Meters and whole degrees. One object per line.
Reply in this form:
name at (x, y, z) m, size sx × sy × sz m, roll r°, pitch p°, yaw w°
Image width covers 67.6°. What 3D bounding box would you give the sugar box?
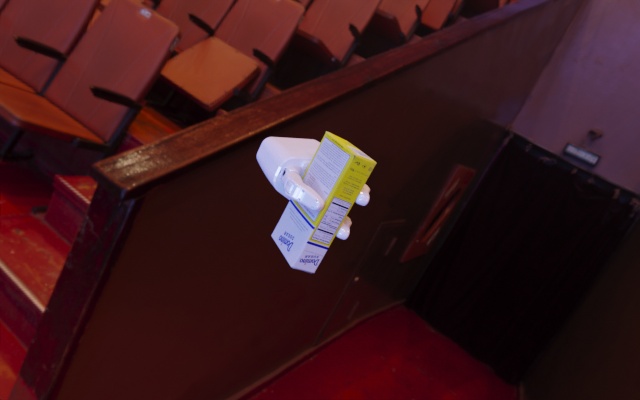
sugar box at (0.001, 0.002, 0.663) m, size 0.048 × 0.176 × 0.093 m, roll 18°, pitch 17°, yaw -31°
